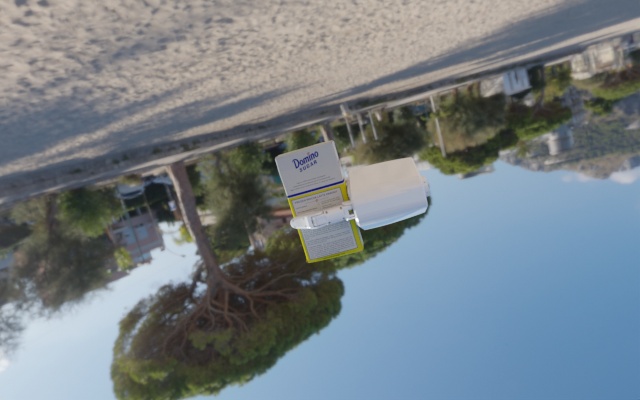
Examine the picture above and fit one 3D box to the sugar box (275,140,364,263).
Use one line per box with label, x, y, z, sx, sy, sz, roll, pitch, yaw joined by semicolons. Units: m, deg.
sugar box;0.000;0.002;0.746;0.093;0.176;0.048;-15;8;8
